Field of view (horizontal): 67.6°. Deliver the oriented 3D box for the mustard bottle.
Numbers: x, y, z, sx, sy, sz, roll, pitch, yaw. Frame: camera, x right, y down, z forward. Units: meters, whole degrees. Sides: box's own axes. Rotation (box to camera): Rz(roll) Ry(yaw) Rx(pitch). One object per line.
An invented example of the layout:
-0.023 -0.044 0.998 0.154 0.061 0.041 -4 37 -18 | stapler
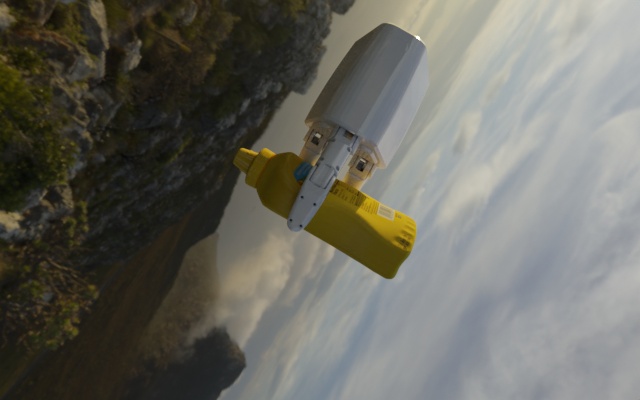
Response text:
0.000 0.002 0.475 0.191 0.058 0.096 30 22 1 | mustard bottle
